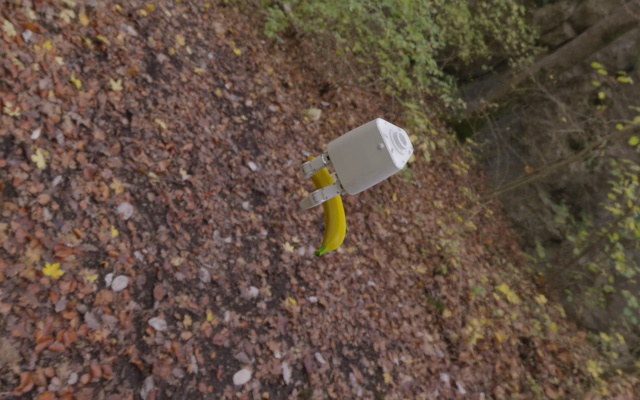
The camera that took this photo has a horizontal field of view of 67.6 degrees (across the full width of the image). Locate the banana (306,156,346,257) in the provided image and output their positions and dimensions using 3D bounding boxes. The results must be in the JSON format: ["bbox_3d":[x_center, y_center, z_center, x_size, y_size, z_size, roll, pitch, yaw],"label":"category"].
[{"bbox_3d":[0.013,0.010,0.889,0.037,0.197,0.070,-26,-29,36],"label":"banana"}]
